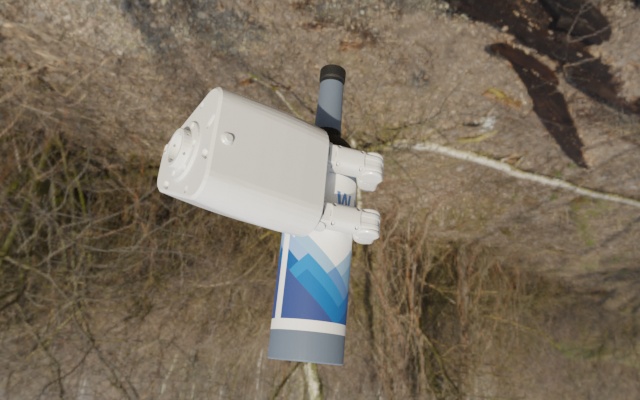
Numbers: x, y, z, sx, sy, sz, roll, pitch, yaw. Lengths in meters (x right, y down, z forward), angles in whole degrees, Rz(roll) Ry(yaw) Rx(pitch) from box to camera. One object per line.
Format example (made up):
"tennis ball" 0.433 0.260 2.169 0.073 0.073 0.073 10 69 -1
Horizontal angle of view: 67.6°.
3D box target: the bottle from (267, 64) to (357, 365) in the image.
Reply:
"bottle" 0.000 0.002 0.462 0.069 0.295 0.069 5 -18 2
